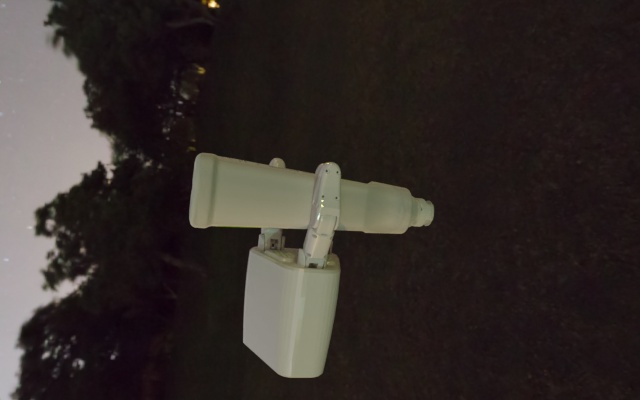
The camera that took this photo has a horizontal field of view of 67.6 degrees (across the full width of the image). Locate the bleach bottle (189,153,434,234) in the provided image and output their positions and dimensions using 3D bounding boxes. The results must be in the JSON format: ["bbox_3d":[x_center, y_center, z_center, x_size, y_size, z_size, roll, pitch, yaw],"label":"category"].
[{"bbox_3d":[0.000,0.002,0.481,0.251,0.068,0.102,6,3,-16],"label":"bleach bottle"}]
